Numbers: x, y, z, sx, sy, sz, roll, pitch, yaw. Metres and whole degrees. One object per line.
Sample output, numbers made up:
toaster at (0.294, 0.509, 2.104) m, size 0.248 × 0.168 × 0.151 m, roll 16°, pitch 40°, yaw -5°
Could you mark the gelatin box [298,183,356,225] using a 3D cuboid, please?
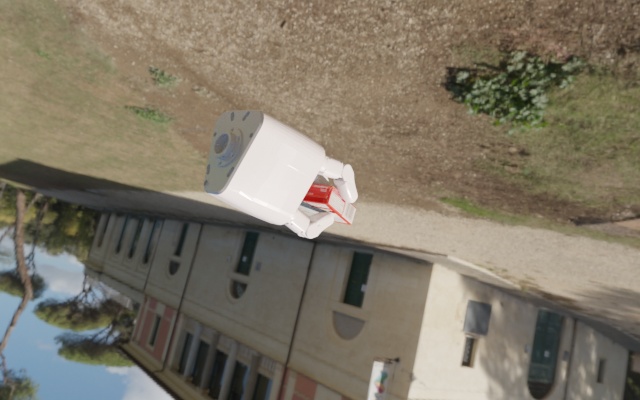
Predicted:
gelatin box at (0.000, 0.003, 0.681) m, size 0.073 × 0.030 × 0.089 m, roll 10°, pitch -17°, yaw 31°
